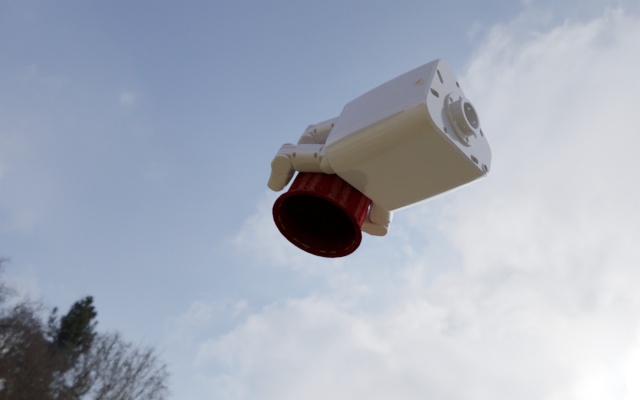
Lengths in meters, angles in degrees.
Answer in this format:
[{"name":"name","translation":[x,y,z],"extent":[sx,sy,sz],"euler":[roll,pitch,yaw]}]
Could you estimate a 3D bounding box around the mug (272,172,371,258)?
[{"name":"mug","translation":[-0.001,0.002,0.498],"extent":[0.117,0.093,0.081],"euler":[-20,31,40]}]
